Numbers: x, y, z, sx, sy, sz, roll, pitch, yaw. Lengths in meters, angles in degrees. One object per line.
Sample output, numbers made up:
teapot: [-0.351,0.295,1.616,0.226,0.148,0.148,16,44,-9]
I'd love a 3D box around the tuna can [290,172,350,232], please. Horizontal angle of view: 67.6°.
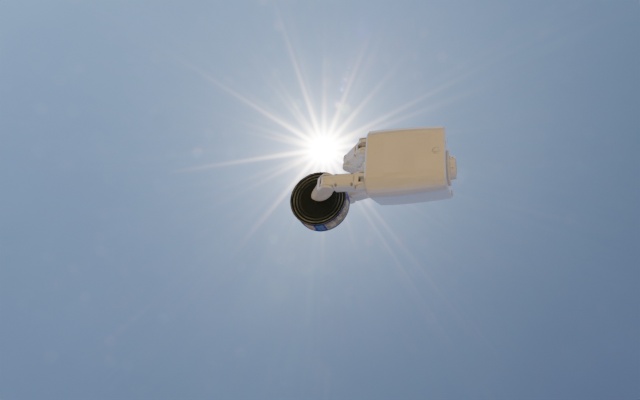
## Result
tuna can: [0.000,0.003,0.716,0.086,0.086,0.034,0,-23,18]
